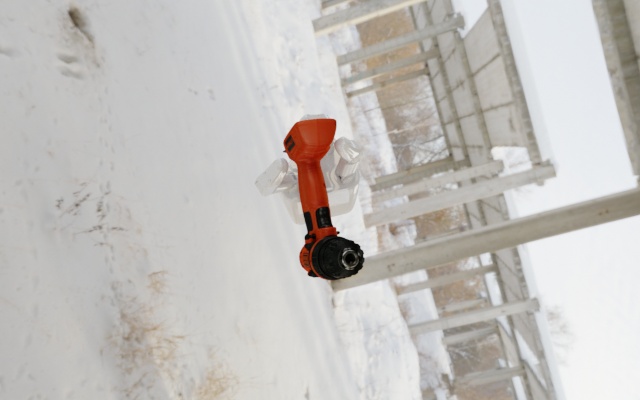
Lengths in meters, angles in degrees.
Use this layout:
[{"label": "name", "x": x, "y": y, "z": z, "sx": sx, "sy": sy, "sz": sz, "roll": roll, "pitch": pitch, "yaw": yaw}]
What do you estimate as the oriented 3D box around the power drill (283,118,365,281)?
[{"label": "power drill", "x": 0.000, "y": 0.001, "z": 0.572, "sx": 0.057, "sy": 0.187, "sz": 0.184, "roll": -5, "pitch": -5, "yaw": -15}]
